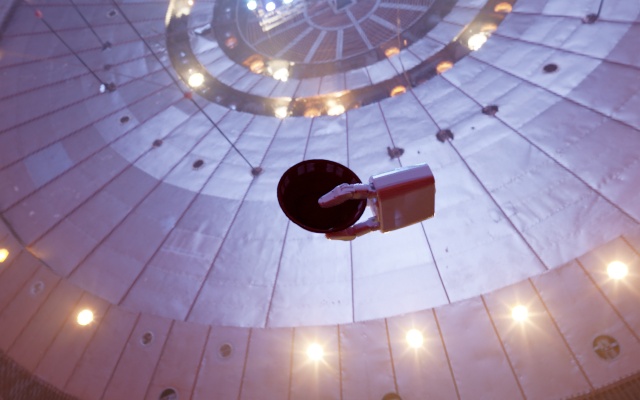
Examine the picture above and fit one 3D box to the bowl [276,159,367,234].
[{"bbox_3d":[-0.001,0.003,0.863,0.162,0.162,0.055,0,-35,-9],"label":"bowl"}]
